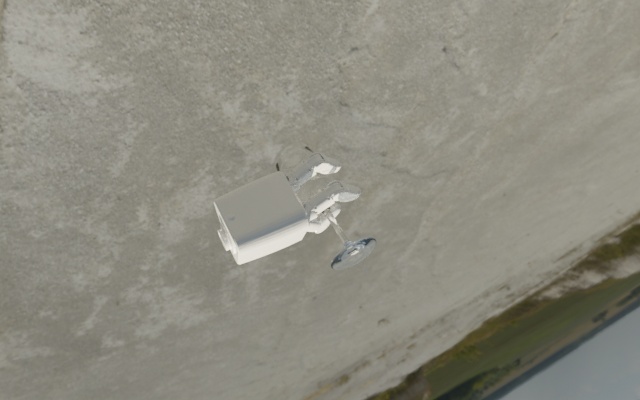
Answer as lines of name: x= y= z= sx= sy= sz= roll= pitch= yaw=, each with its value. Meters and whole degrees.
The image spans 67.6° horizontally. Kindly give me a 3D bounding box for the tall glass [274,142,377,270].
tall glass: x=0.001 y=0.003 z=0.720 sx=0.079 sy=0.201 sz=0.079 roll=-24 pitch=-29 yaw=-15
